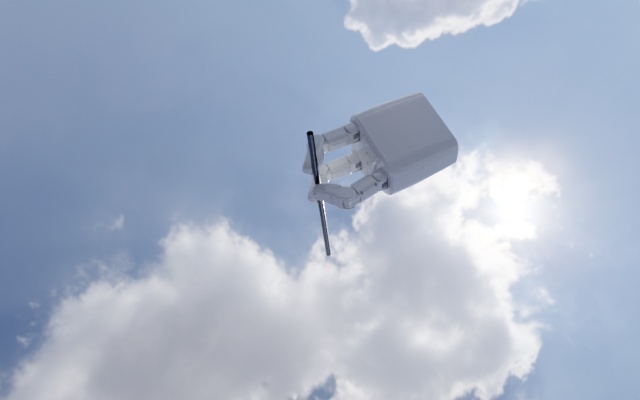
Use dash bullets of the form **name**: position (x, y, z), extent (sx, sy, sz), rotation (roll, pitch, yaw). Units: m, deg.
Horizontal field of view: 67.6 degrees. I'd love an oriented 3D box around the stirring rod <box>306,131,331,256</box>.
- **stirring rod**: position (0.000, 0.002, 0.634), extent (0.011, 0.011, 0.240), rotation (0, -41, 8)
